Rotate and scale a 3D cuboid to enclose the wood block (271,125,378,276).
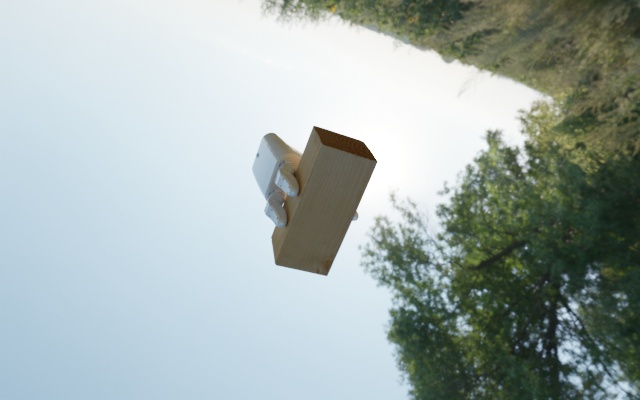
[{"bbox_3d":[0.000,0.002,0.745,0.091,0.206,0.090,14,23,-18],"label":"wood block"}]
